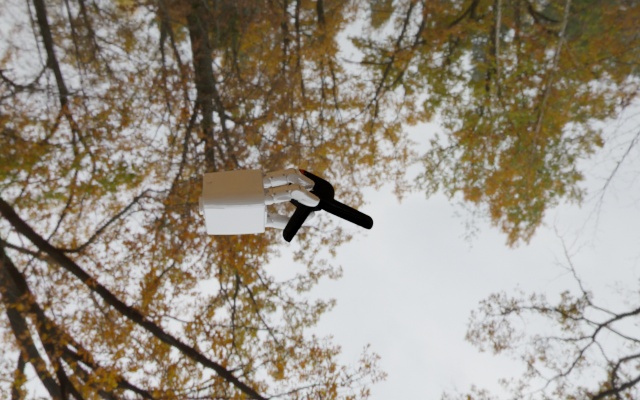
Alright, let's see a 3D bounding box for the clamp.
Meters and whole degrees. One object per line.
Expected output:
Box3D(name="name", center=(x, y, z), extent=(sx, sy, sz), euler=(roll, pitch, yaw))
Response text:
Box3D(name="clamp", center=(0.000, 0.003, 0.901), extent=(0.164, 0.036, 0.209), euler=(-3, 34, -10))
